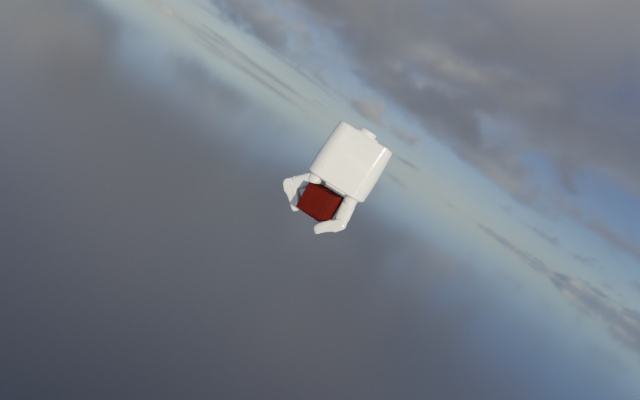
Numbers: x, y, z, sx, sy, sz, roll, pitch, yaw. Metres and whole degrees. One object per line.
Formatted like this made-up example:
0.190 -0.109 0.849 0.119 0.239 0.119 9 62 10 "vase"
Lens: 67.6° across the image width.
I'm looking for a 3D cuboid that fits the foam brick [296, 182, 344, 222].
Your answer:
0.000 0.003 0.853 0.053 0.051 0.078 32 8 14 "foam brick"
